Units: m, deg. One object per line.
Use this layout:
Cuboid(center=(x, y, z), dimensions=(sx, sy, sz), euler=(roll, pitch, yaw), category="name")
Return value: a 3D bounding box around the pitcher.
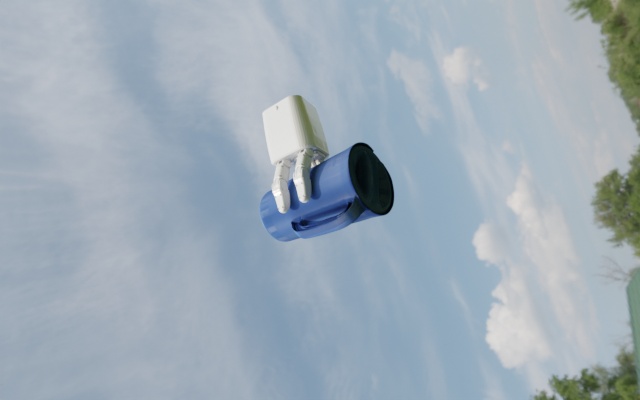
Cuboid(center=(0.000, 0.003, 0.876), dimensions=(0.243, 0.145, 0.149), euler=(-22, -16, 36), category="pitcher")
